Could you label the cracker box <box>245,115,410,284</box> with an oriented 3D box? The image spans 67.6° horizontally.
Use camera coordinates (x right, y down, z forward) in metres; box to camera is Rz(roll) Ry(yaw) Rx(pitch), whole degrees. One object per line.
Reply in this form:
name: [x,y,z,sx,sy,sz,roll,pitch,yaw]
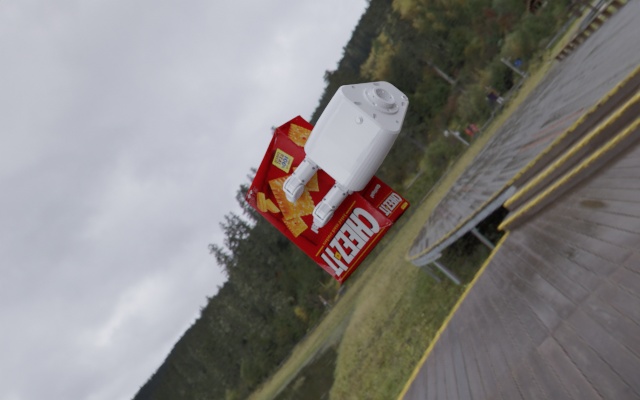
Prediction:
cracker box: [0.000,0.002,0.727,0.072,0.213,0.164,-40,-13,-47]
